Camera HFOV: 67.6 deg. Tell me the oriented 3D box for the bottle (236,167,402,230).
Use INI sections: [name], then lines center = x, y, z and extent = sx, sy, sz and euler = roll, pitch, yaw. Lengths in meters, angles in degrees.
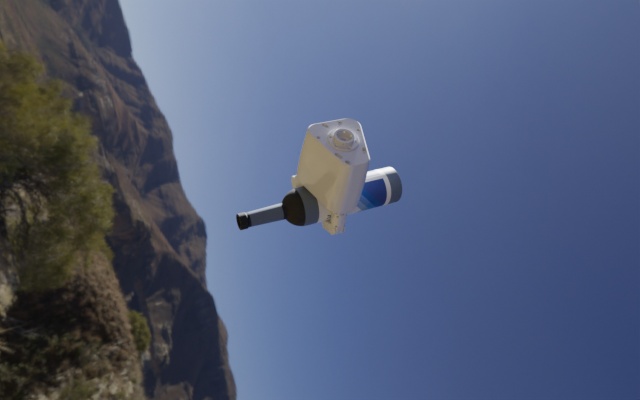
[bottle]
center = 0.000, 0.003, 0.825
extent = 0.295, 0.069, 0.069
euler = -14, 5, -23
